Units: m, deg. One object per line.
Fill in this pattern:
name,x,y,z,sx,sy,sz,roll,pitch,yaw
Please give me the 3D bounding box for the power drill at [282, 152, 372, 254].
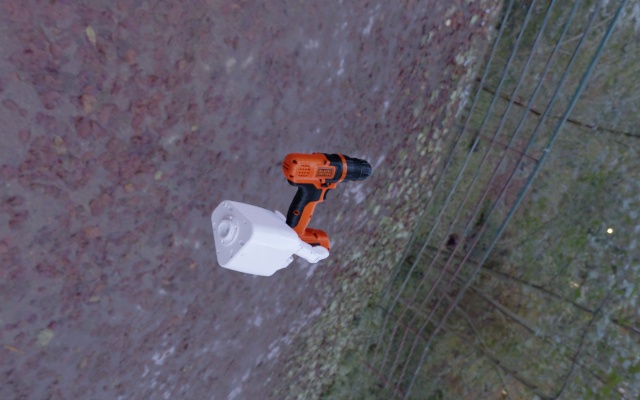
power drill,0.000,0.003,0.876,0.184,0.188,0.057,1,22,-33
